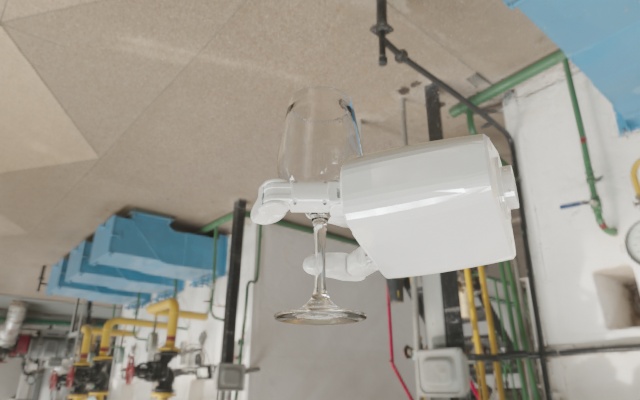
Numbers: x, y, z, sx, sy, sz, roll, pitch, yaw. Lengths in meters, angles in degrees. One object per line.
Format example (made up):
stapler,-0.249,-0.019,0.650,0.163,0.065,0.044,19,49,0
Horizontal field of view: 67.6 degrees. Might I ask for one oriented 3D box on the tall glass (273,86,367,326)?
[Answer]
tall glass,0.000,0.002,0.415,0.079,0.201,0.079,0,-22,0
